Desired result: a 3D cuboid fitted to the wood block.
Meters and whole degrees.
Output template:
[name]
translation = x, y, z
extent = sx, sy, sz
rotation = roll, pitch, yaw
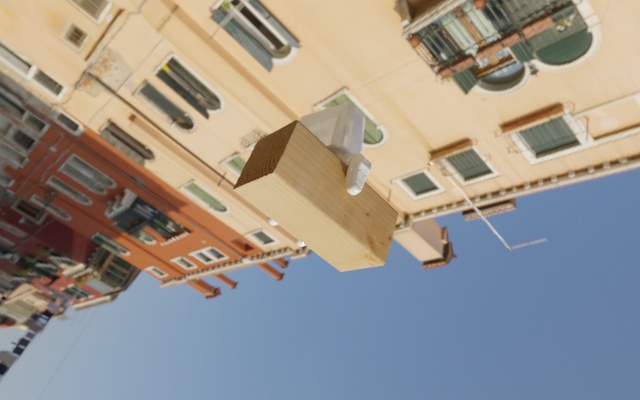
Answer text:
[wood block]
translation = 0.001, 0.002, 0.641
extent = 0.206, 0.090, 0.091
rotation = 40, -37, -27
